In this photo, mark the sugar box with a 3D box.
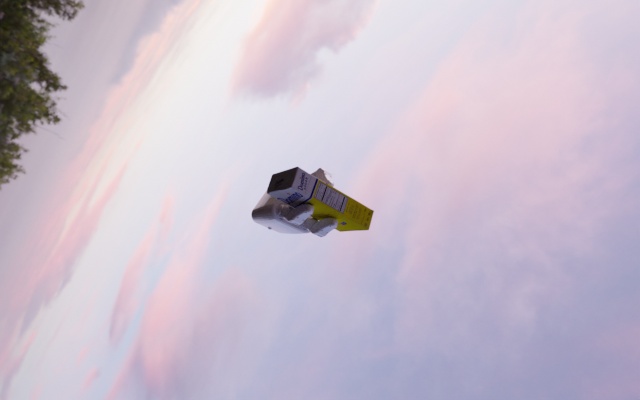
[{"bbox_3d":[0.000,0.003,0.850,0.176,0.048,0.093,26,-19,-28],"label":"sugar box"}]
